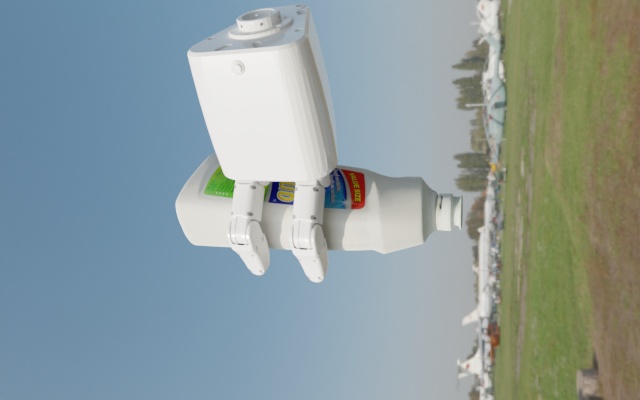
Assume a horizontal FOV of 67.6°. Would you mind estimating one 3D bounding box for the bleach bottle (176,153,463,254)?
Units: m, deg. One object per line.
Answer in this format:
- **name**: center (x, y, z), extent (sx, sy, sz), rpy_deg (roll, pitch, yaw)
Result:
- **bleach bottle**: center (0.000, 0.002, 0.439), extent (0.251, 0.068, 0.102), rpy_deg (2, 37, 19)
